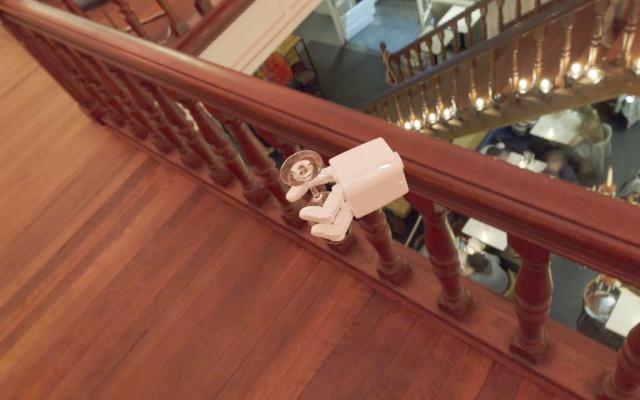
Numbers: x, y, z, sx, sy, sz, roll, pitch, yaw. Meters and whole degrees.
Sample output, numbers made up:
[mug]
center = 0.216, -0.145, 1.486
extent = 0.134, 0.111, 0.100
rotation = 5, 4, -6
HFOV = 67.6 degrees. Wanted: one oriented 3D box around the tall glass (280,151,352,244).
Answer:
[tall glass]
center = 0.000, 0.002, 0.855
extent = 0.079, 0.079, 0.201
rotation = 0, -34, 22
